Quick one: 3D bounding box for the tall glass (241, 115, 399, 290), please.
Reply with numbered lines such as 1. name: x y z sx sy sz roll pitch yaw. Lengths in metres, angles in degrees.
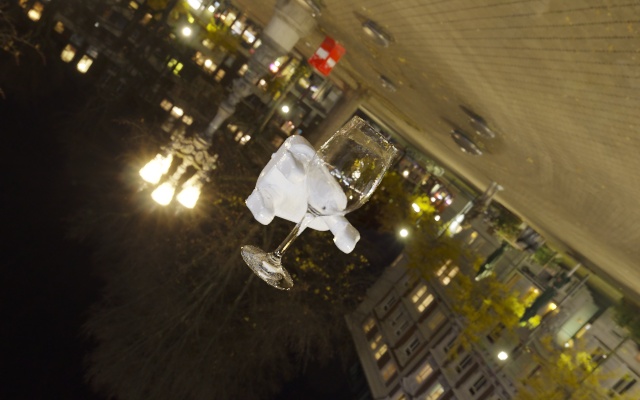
1. tall glass: 0.000 0.002 0.536 0.079 0.201 0.079 38 10 -8
